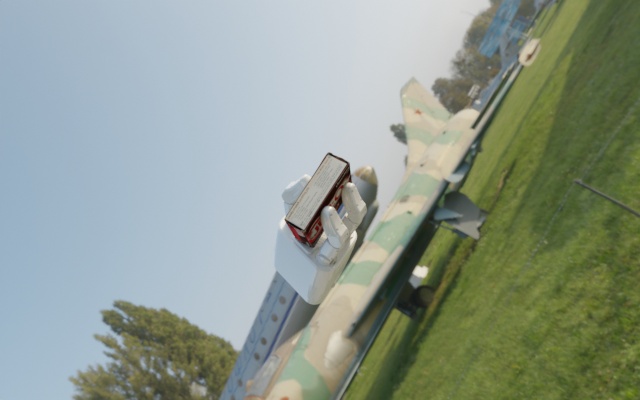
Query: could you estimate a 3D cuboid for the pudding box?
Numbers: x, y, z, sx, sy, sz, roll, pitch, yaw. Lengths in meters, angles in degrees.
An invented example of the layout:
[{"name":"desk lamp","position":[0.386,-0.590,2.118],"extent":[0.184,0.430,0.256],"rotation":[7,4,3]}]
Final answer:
[{"name":"pudding box","position":[0.000,0.002,0.654],"extent":[0.039,0.113,0.090],"rotation":[28,-13,14]}]
